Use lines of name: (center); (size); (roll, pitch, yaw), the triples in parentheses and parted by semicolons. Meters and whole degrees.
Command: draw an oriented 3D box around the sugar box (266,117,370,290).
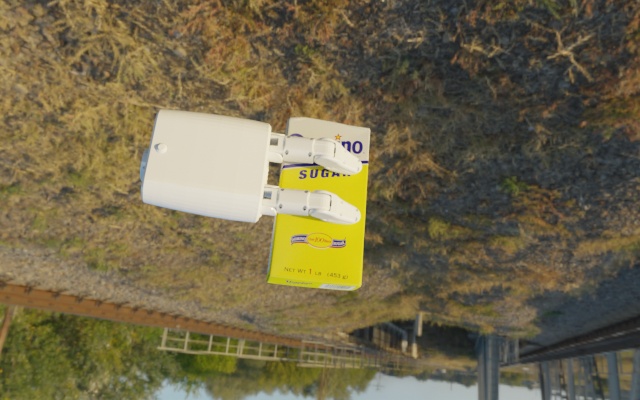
sugar box: (0.000, 0.002, 0.501); (0.093, 0.176, 0.048); (8, -18, -8)
